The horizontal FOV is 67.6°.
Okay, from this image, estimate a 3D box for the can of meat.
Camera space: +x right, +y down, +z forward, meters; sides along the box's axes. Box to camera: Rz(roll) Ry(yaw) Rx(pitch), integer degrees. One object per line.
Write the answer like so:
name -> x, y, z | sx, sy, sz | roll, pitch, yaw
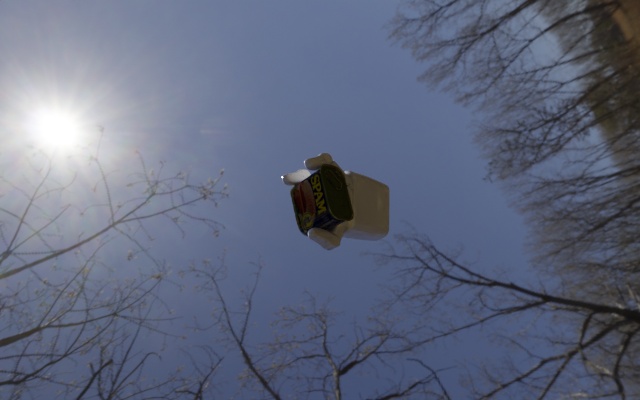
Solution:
can of meat -> 0.000, 0.003, 0.807 | 0.057, 0.102, 0.084 | 11, -32, -44
